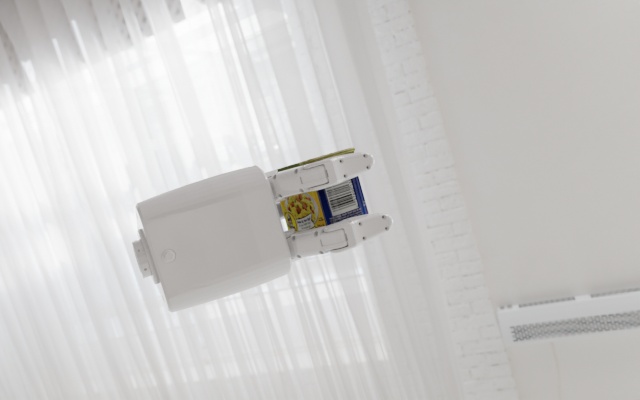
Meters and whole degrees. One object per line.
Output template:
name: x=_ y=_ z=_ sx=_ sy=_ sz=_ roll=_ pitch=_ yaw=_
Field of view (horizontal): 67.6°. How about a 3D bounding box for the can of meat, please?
can of meat: x=0.000 y=0.002 z=0.456 sx=0.057 sy=0.084 sz=0.102 roll=-18 pitch=5 yaw=-29
